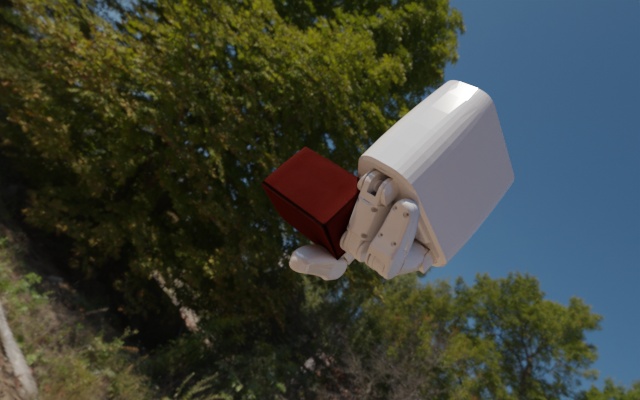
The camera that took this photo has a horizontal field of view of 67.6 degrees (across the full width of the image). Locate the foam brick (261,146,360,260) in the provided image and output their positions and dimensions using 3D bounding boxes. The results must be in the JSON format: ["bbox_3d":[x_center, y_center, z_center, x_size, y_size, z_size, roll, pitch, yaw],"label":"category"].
[{"bbox_3d":[0.000,0.001,0.401,0.078,0.051,0.053,34,-20,35],"label":"foam brick"}]
